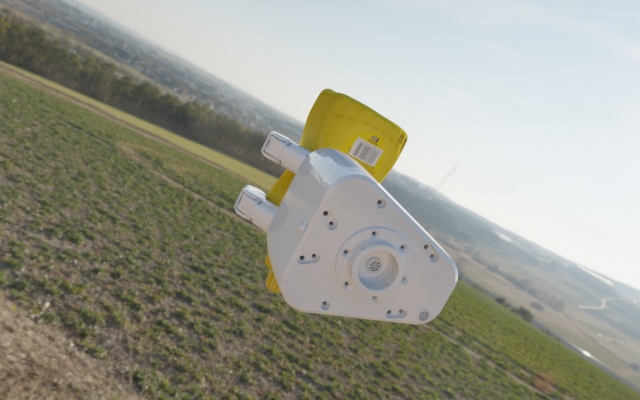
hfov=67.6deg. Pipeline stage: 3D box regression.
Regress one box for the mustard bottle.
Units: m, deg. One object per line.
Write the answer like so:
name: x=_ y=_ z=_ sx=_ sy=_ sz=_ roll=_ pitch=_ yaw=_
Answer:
mustard bottle: x=0.000 y=0.001 z=0.447 sx=0.096 sy=0.191 sz=0.058 roll=22 pitch=9 yaw=-38
